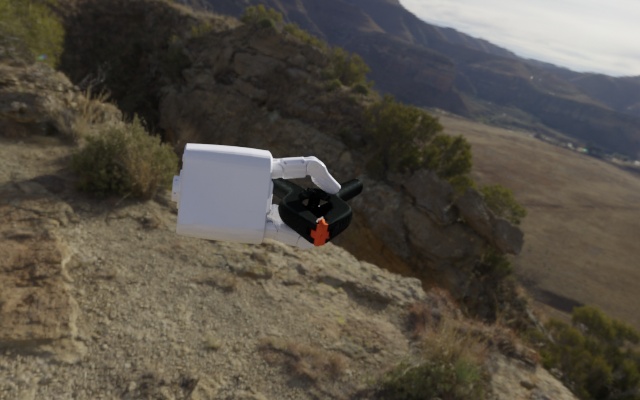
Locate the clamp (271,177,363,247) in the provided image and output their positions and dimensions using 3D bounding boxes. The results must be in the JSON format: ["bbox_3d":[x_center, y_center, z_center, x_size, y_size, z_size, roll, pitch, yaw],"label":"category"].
[{"bbox_3d":[0.000,0.002,0.638,0.164,0.036,0.210,3,21,-14],"label":"clamp"}]
